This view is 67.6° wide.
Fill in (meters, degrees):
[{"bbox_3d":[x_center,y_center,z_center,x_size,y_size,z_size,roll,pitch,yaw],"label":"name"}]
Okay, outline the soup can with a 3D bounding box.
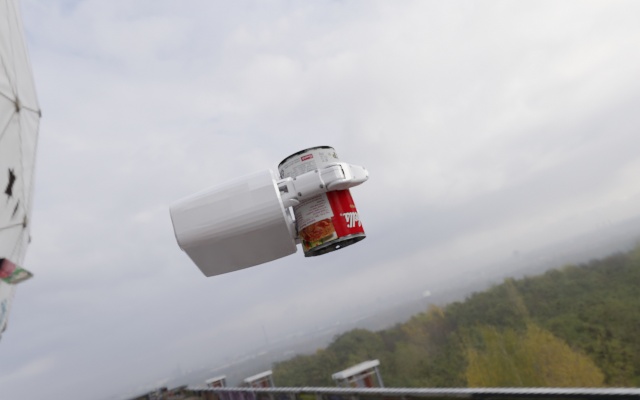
[{"bbox_3d":[0.000,0.001,0.506,0.068,0.102,0.068,-18,-13,-4],"label":"soup can"}]
